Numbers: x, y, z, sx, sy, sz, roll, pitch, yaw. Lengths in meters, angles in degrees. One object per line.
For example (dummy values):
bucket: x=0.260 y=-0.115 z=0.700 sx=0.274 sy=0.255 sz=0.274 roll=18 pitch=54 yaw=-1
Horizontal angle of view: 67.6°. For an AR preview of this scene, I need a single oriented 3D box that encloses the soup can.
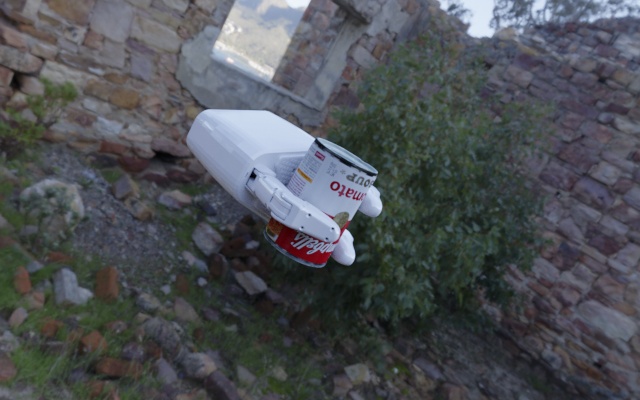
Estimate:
soup can: x=0.000 y=0.001 z=0.446 sx=0.068 sy=0.102 sz=0.068 roll=28 pitch=13 yaw=-7
